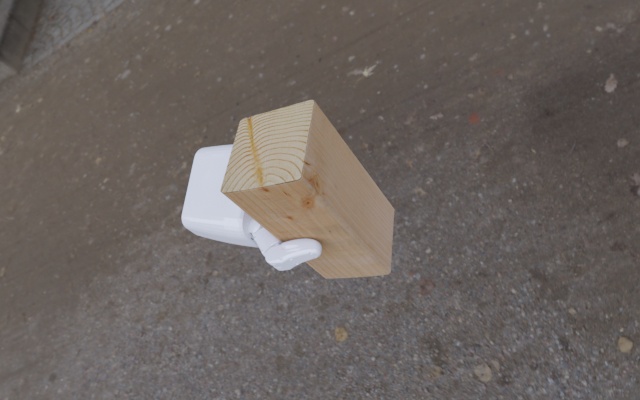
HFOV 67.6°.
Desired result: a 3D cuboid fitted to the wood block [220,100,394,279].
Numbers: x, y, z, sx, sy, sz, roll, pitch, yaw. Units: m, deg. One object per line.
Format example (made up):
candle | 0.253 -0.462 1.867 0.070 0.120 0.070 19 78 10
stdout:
wood block | 0.000 0.002 0.512 0.090 0.090 0.206 -9 -34 28
